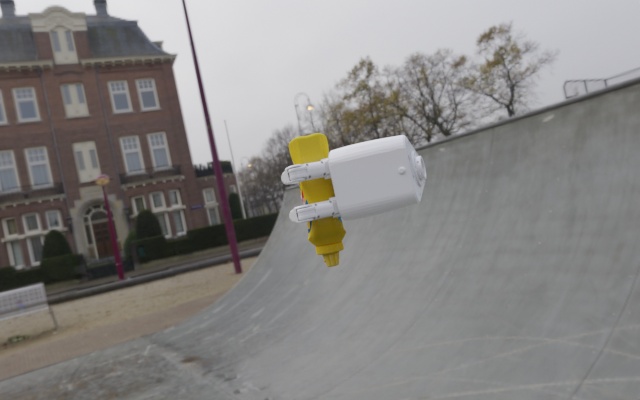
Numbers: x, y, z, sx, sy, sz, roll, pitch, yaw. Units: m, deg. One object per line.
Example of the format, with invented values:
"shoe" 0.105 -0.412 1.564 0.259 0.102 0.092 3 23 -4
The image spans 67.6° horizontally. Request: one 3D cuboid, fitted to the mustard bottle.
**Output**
"mustard bottle" 0.000 0.002 0.705 0.058 0.191 0.096 -12 -1 -4
